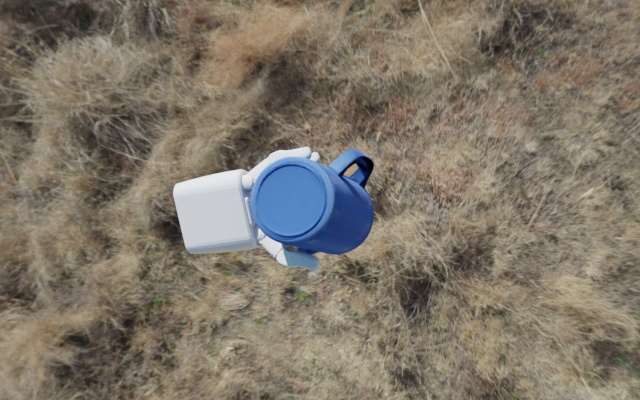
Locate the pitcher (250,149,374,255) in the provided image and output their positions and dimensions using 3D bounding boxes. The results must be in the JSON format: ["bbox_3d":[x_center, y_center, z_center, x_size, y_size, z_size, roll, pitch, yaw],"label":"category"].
[{"bbox_3d":[0.000,0.002,0.680,0.145,0.149,0.243,-7,-8,14],"label":"pitcher"}]
